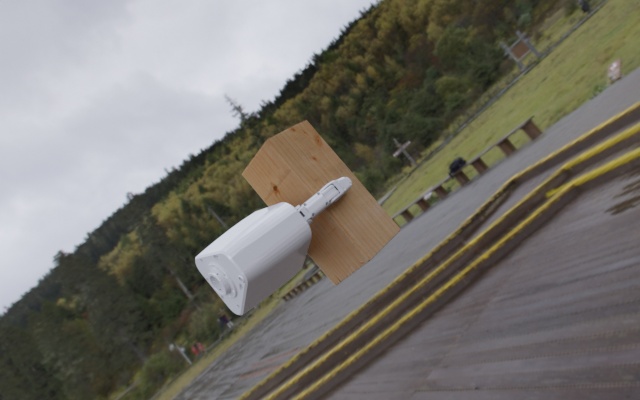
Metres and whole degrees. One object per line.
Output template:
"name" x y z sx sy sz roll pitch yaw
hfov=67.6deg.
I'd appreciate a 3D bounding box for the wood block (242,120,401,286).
"wood block" 0.000 0.002 0.671 0.090 0.206 0.091 -36 -6 -46
